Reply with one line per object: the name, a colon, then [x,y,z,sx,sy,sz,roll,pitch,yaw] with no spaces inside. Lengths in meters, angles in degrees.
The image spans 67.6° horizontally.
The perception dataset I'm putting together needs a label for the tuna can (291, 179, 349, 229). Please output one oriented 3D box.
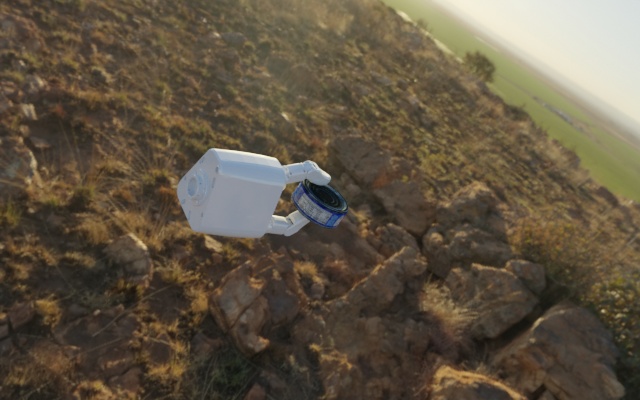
tuna can: [0.000,0.002,0.728,0.086,0.034,0.086,30,23,-14]
